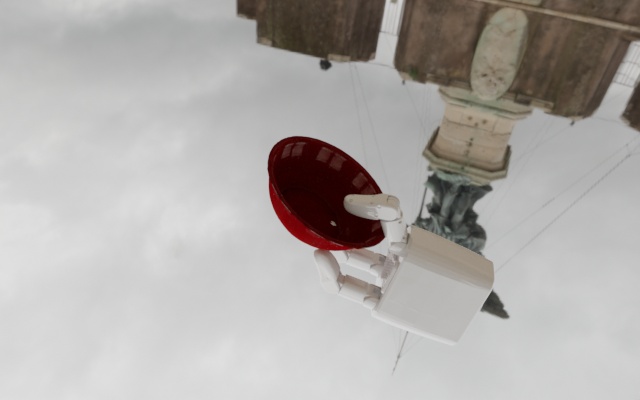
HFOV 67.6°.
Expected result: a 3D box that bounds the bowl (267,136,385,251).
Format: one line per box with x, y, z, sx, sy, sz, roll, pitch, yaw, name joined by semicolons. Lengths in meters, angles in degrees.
-0.001;0.001;0.551;0.162;0.162;0.055;0;-38;-41;bowl
